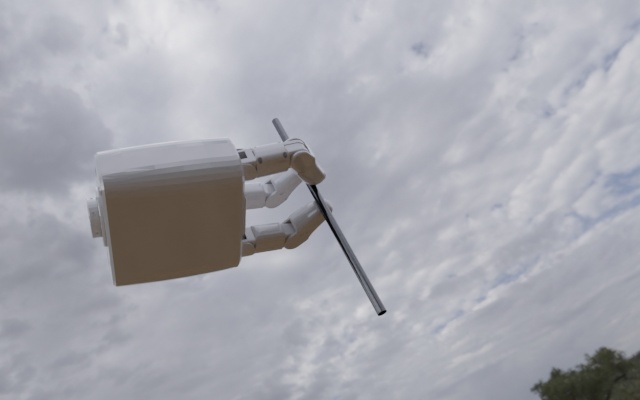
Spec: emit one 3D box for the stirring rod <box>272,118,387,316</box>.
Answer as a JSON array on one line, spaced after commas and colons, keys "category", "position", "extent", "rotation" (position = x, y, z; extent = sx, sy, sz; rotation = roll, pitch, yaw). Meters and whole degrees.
[{"category": "stirring rod", "position": [0.000, 0.001, 0.440], "extent": [0.011, 0.239, 0.011], "rotation": [-19, -36, -14]}]
